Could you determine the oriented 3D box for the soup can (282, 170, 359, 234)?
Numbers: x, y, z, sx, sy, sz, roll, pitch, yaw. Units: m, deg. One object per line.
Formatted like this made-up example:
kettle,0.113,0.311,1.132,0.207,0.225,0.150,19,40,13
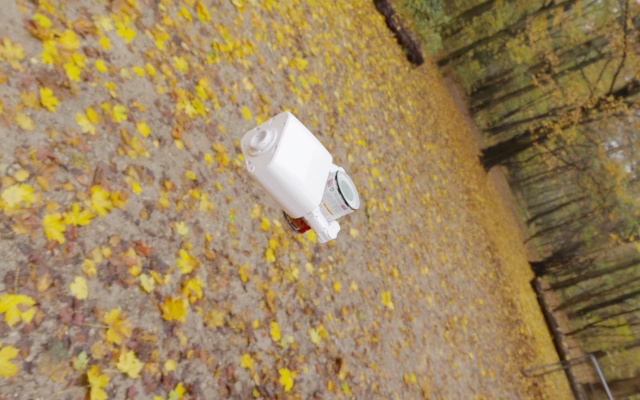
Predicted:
soup can,0.001,0.003,0.739,0.102,0.068,0.068,-25,-10,23
